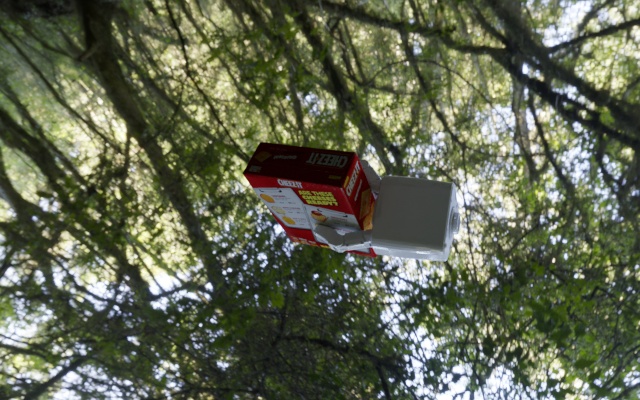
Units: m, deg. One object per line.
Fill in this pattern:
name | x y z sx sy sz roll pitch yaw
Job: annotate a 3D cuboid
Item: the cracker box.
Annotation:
cracker box | 0.000 0.003 0.757 0.164 0.072 0.214 9 -30 26
